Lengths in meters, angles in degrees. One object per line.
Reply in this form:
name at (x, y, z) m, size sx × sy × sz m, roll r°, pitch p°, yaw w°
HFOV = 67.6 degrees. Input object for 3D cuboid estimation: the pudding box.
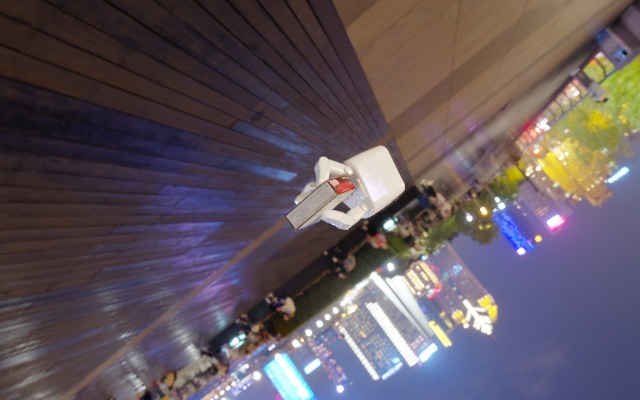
pudding box at (0.000, 0.003, 0.868) m, size 0.113 × 0.039 × 0.090 m, roll -42°, pitch -11°, yaw 23°
